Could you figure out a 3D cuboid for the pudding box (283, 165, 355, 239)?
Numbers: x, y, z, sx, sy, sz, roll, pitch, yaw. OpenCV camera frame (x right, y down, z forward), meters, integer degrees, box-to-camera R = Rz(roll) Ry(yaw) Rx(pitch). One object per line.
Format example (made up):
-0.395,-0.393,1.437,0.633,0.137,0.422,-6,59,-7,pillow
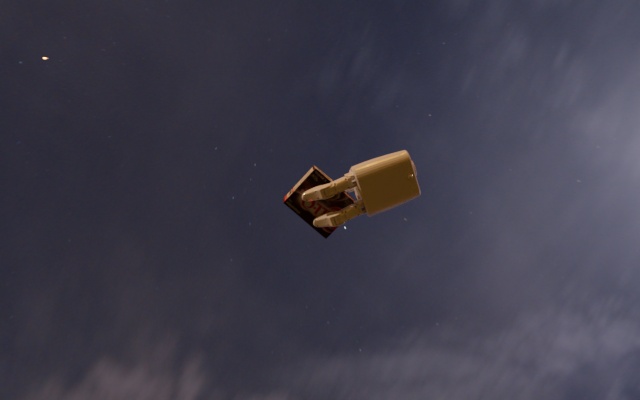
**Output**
0.000,0.003,0.896,0.113,0.090,0.039,41,10,-13,pudding box
